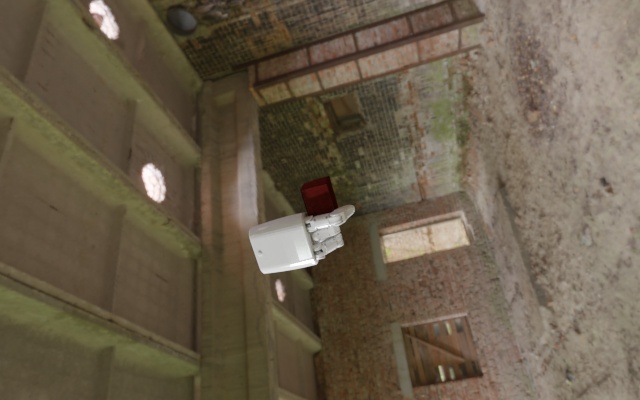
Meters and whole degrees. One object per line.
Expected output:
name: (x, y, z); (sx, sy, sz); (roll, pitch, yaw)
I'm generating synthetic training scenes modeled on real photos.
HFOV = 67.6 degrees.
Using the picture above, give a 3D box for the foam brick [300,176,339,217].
foam brick: (0.000, 0.003, 0.876); (0.051, 0.078, 0.053); (-14, 14, 11)
